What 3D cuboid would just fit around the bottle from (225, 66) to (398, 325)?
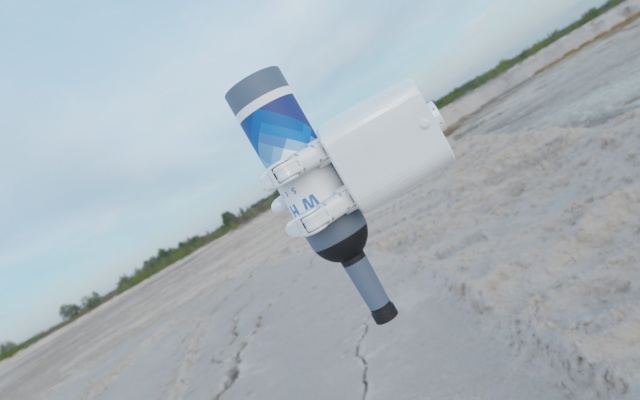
[{"bbox_3d":[0.000,0.002,0.516,0.069,0.296,0.069,-30,3,2],"label":"bottle"}]
